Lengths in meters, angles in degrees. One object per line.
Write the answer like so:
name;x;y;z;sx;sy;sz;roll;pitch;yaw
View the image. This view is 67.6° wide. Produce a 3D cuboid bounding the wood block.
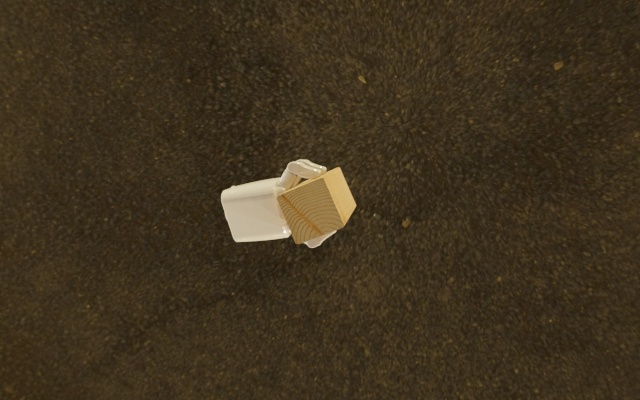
wood block;0.000;0.003;0.882;0.090;0.091;0.206;-22;5;13
